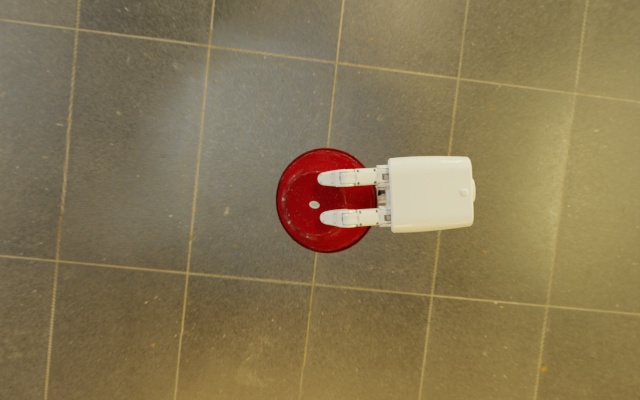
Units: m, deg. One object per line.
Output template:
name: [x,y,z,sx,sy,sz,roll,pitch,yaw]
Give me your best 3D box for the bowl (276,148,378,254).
bowl: [-0.001,0.003,0.703,0.162,0.162,0.055,0,4,16]
